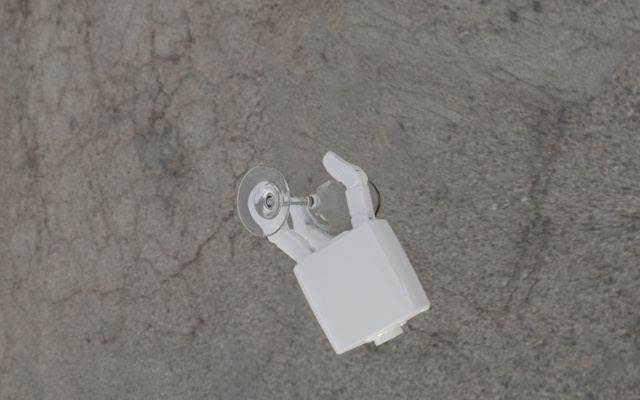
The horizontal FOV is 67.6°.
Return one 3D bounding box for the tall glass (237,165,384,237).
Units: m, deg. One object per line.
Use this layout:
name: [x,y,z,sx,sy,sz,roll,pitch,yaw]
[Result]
tall glass: [0.000,0.002,0.569,0.079,0.079,0.201,0,0,37]
